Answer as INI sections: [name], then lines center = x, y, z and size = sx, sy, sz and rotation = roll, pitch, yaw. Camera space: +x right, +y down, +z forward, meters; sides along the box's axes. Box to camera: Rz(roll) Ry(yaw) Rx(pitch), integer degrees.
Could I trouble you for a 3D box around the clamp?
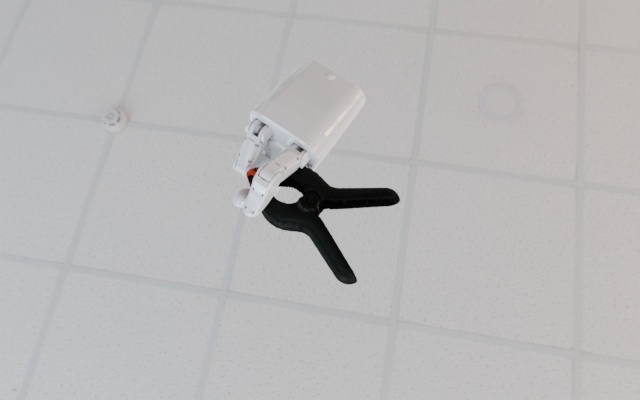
[clamp]
center = 0.000, 0.002, 0.534
size = 0.171, 0.120, 0.039
rotation = 35, -28, 14
